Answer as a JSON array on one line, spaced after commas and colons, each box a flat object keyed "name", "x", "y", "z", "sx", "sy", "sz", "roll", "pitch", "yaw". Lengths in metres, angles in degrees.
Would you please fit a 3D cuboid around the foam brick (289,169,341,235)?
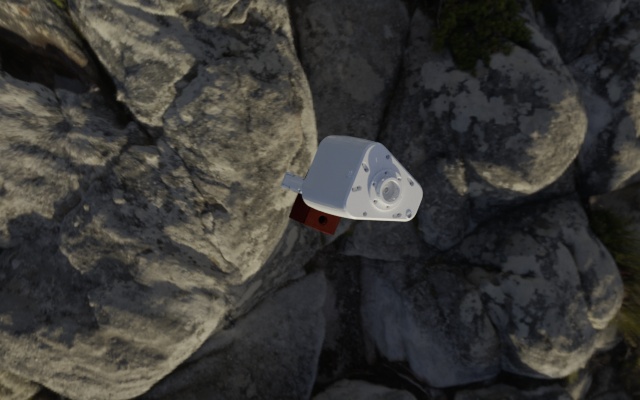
[{"name": "foam brick", "x": 0.000, "y": 0.002, "z": 0.671, "sx": 0.053, "sy": 0.078, "sz": 0.051, "roll": 23, "pitch": -1, "yaw": -30}]
